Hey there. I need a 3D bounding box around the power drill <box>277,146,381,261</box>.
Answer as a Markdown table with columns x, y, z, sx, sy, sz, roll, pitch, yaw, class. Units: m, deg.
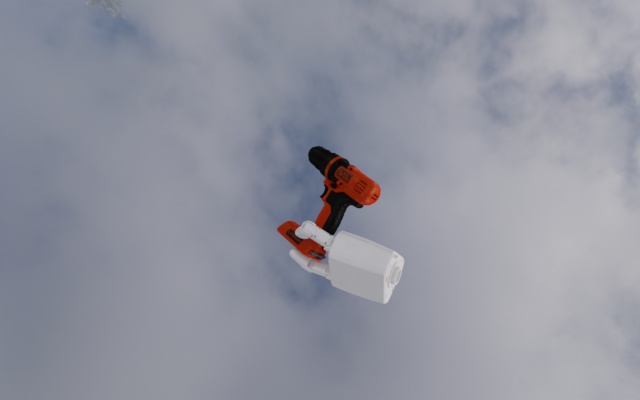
| x | y | z | sx | sy | sz | roll | pitch | yaw | class |
| --- | --- | --- | --- | --- | --- | --- | --- | --- | --- |
| 0.000 | 0.003 | 0.899 | 0.184 | 0.187 | 0.057 | 39 | 7 | 39 | power drill |
